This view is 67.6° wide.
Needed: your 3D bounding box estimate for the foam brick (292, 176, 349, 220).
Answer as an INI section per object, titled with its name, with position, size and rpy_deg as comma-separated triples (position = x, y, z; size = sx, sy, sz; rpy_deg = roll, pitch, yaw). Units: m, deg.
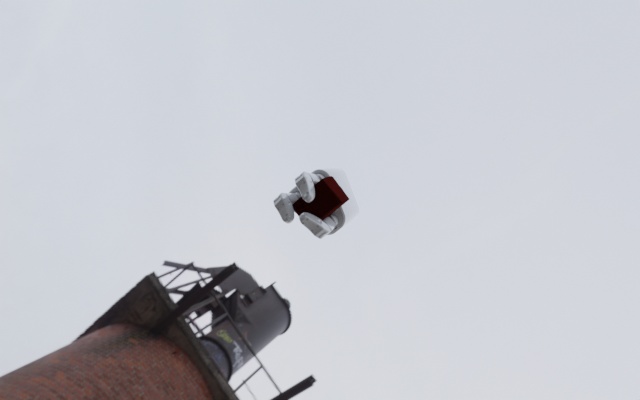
[foam brick]
position = 0.000, 0.003, 0.812
size = 0.078, 0.053, 0.051
rpy_deg = -39, -6, 22
